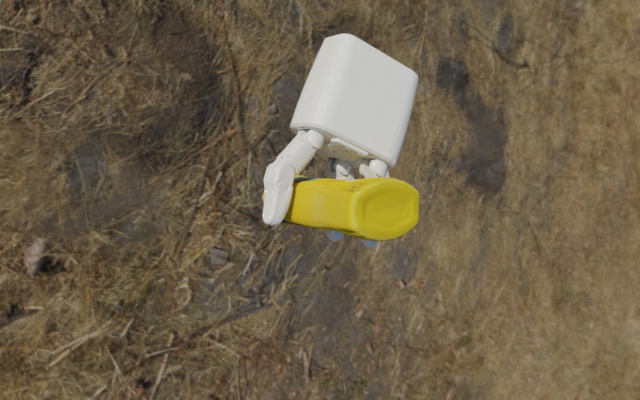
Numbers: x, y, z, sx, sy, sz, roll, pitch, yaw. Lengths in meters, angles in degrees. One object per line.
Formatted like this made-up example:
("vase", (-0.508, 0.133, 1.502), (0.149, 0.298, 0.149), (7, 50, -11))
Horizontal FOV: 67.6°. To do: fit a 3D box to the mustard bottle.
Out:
("mustard bottle", (0.000, 0.002, 0.497), (0.096, 0.058, 0.191), (-4, 7, -41))
